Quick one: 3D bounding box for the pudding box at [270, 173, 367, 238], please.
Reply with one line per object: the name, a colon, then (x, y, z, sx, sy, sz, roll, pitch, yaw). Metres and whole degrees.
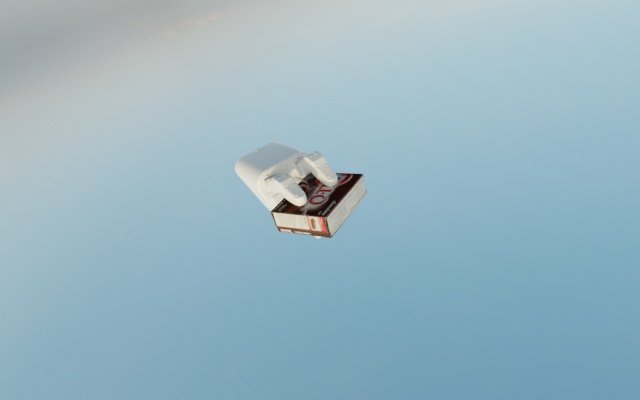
pudding box: (0.000, 0.002, 0.661, 0.090, 0.039, 0.113, 4, 37, 33)
